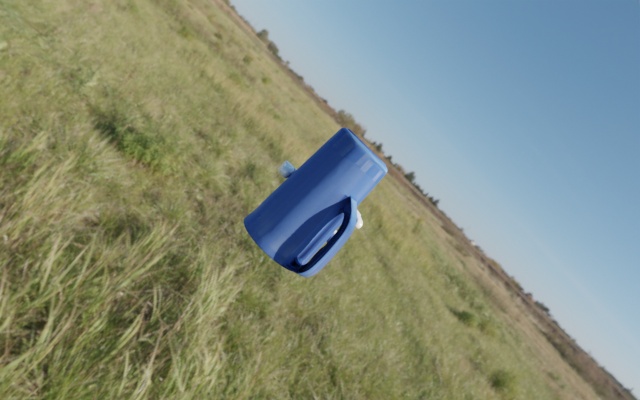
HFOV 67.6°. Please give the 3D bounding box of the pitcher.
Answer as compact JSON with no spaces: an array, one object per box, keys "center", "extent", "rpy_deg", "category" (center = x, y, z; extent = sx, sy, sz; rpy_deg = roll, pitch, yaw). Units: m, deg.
[{"center":[0.000,0.003,0.810],"extent":[0.149,0.243,0.145],"rpy_deg":[44,9,-1],"category":"pitcher"}]
